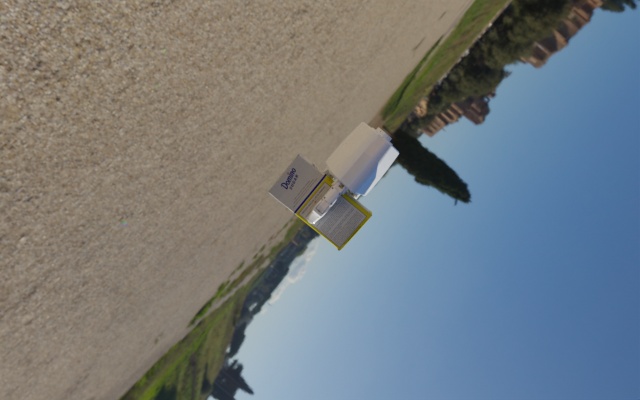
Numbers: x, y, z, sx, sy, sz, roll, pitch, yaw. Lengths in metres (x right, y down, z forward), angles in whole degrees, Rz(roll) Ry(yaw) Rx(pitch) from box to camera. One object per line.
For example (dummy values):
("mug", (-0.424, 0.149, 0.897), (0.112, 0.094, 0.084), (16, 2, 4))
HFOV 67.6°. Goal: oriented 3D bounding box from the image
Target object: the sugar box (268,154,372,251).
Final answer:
("sugar box", (0.000, 0.003, 0.892), (0.176, 0.093, 0.048), (41, 10, 0))
